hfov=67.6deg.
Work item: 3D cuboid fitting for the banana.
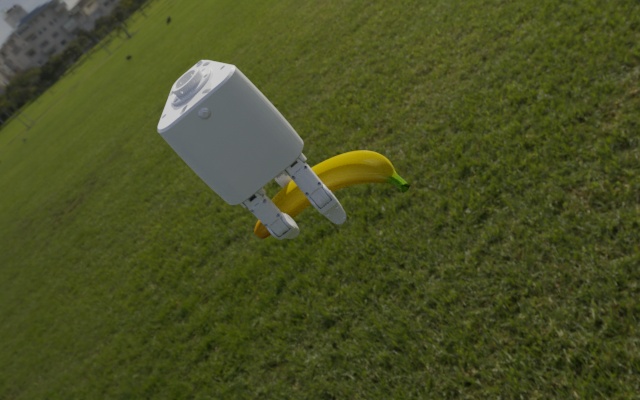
[{"bbox_3d":[0.003,-0.014,0.557,0.198,0.069,0.037,-21,-45,24],"label":"banana"}]
